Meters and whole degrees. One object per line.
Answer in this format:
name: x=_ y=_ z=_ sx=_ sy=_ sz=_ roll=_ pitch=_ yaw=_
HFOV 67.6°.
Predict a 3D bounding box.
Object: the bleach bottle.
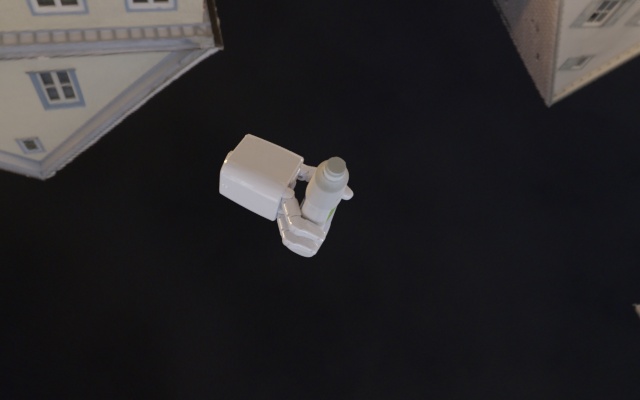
bleach bottle: x=0.000 y=0.003 z=0.782 sx=0.068 sy=0.102 sz=0.251 roll=25 pitch=-31 yaw=1
